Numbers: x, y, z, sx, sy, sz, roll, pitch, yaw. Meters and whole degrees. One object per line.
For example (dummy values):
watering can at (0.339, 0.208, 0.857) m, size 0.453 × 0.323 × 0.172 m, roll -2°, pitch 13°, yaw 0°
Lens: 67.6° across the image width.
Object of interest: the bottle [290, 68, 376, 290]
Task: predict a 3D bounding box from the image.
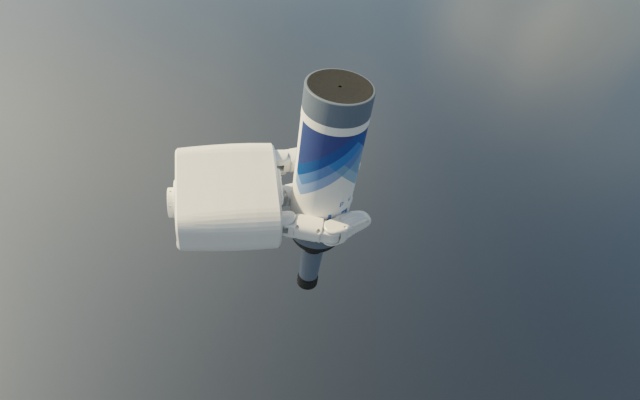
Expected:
bottle at (0.000, 0.002, 0.536) m, size 0.069 × 0.296 × 0.069 m, roll 5°, pitch 43°, yaw -5°
